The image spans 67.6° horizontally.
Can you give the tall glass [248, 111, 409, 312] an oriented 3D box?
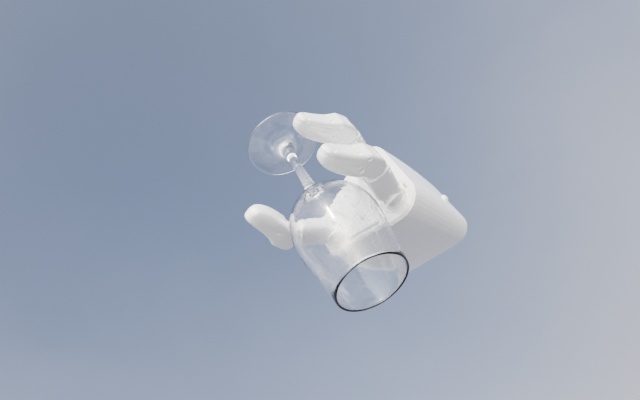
[{"bbox_3d":[0.000,0.001,0.419,0.079,0.079,0.201,0,37,-28],"label":"tall glass"}]
